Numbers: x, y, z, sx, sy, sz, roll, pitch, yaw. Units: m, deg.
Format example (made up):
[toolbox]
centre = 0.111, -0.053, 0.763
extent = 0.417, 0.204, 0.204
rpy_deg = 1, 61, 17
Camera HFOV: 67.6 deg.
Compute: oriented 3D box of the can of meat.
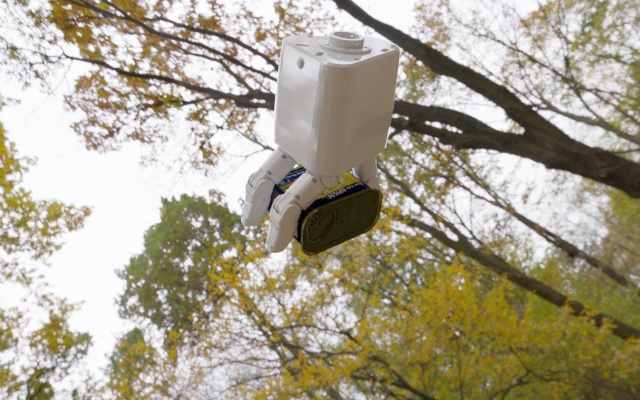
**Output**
[can of meat]
centre = 0.000, 0.002, 0.513
extent = 0.102, 0.057, 0.084
rpy_deg = -21, 42, -29
